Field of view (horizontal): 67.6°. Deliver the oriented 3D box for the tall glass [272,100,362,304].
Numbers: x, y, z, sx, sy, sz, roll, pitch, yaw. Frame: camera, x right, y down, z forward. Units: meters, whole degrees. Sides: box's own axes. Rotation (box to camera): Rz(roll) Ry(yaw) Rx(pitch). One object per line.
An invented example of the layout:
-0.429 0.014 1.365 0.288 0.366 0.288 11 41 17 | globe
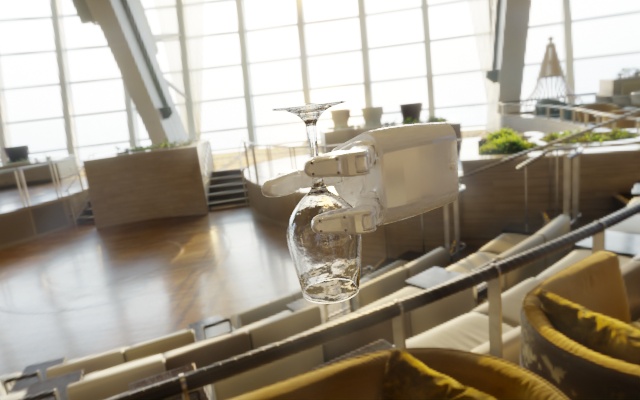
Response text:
0.000 0.001 0.493 0.079 0.201 0.079 -6 13 1 | tall glass
